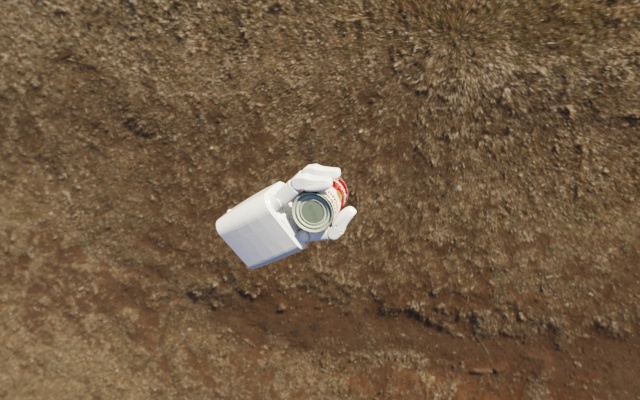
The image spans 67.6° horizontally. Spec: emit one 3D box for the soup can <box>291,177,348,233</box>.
[{"bbox_3d":[0.001,0.002,0.755,0.068,0.068,0.102,0,18,16],"label":"soup can"}]
